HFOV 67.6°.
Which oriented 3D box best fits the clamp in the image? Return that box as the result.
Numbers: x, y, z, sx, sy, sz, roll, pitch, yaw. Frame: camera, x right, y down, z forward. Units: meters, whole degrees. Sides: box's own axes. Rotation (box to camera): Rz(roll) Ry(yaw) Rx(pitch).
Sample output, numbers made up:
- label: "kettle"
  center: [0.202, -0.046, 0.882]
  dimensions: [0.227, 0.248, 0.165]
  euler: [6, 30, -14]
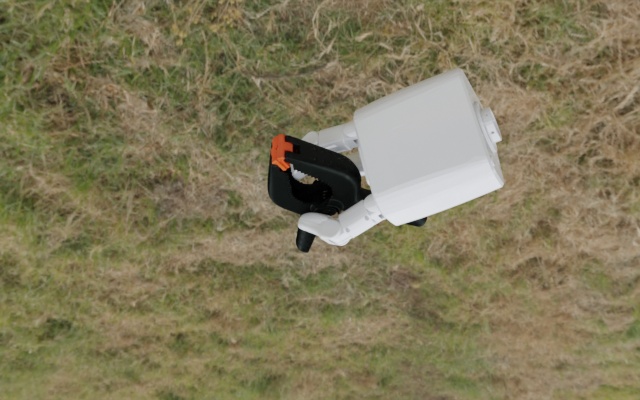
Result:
- label: "clamp"
  center: [0.000, 0.002, 0.505]
  dimensions: [0.164, 0.036, 0.210]
  euler: [-20, -34, 27]
